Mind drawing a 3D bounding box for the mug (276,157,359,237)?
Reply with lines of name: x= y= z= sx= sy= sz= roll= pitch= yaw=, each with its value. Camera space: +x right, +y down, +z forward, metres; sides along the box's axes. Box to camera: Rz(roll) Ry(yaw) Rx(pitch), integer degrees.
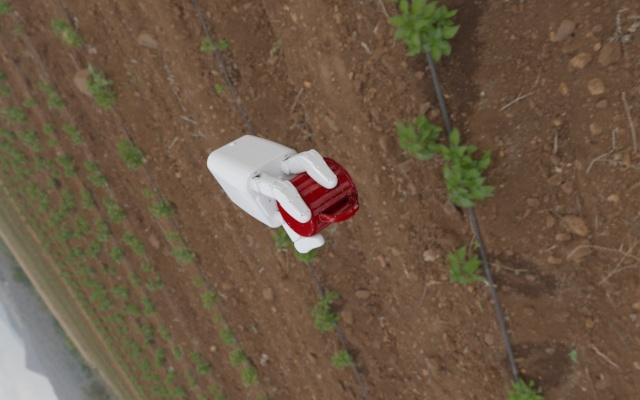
mug: x=0.001 y=0.003 z=0.656 sx=0.081 sy=0.093 sz=0.117 roll=-33 pitch=40 yaw=-30
